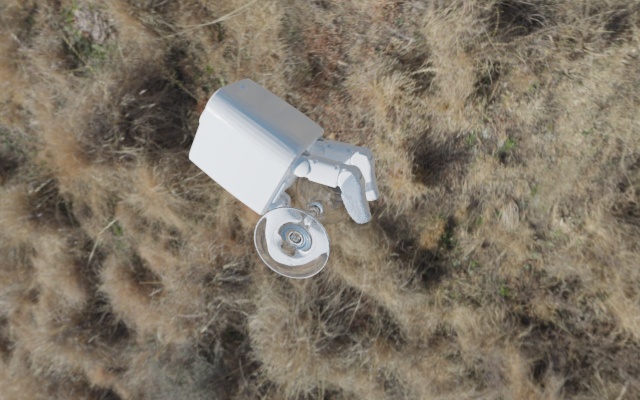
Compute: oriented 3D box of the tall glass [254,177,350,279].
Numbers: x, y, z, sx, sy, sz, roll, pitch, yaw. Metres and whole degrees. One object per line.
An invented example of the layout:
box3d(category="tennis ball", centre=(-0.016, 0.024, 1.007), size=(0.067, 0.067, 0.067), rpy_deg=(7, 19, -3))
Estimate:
box3d(category="tall glass", centre=(0.000, 0.002, 0.526), size=(0.079, 0.079, 0.201), rpy_deg=(0, 22, 18))
